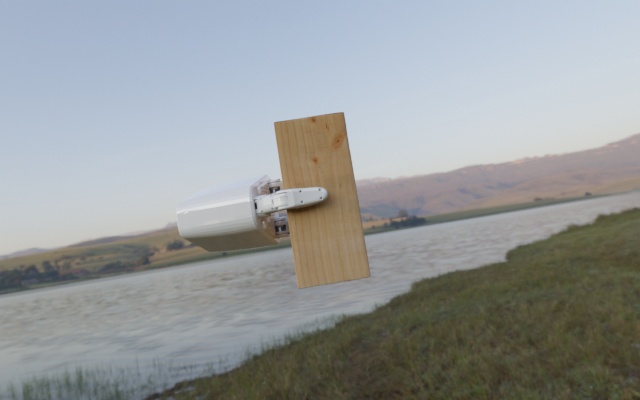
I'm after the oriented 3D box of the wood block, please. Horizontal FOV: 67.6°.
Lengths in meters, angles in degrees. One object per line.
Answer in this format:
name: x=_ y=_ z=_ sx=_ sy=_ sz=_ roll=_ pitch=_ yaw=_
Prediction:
wood block: x=0.000 y=0.002 z=0.621 sx=0.090 sy=0.206 sz=0.091 roll=-9 pitch=-5 yaw=-3
